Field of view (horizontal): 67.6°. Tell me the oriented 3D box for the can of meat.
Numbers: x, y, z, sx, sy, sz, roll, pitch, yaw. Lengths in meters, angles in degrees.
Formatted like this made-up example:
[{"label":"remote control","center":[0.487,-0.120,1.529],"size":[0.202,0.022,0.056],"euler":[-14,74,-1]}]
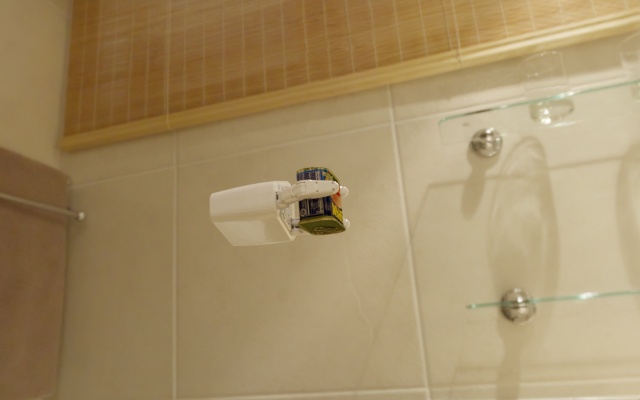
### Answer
[{"label":"can of meat","center":[0.000,0.002,0.733],"size":[0.057,0.084,0.102],"euler":[-9,-17,14]}]
